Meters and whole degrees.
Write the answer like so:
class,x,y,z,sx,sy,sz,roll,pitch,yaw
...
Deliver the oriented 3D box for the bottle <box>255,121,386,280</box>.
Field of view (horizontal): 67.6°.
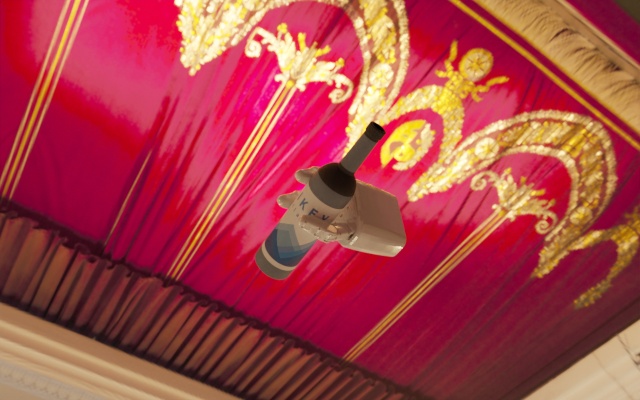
class,x,y,z,sx,sy,sz,roll,pitch,yaw
bottle,0.000,0.003,0.725,0.069,0.296,0.069,28,29,-17
